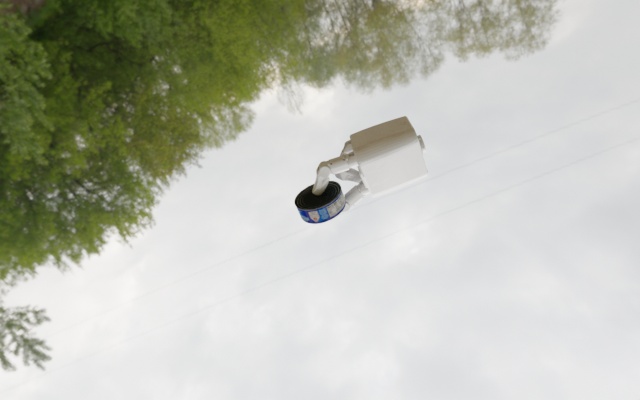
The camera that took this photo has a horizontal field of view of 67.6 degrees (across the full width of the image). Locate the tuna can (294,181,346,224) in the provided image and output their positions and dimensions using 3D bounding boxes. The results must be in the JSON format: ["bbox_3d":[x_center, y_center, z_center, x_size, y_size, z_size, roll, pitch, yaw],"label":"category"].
[{"bbox_3d":[0.000,0.003,0.831,0.086,0.034,0.086,-16,30,10],"label":"tuna can"}]
